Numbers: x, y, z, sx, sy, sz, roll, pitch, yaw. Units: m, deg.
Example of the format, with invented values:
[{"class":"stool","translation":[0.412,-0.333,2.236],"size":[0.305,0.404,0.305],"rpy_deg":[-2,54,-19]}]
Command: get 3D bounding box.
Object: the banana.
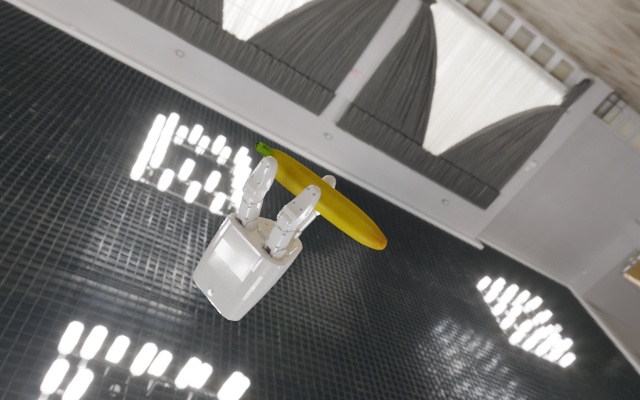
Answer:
[{"class":"banana","translation":[-0.001,-0.004,0.600],"size":[0.198,0.037,0.069],"rpy_deg":[37,11,-2]}]
